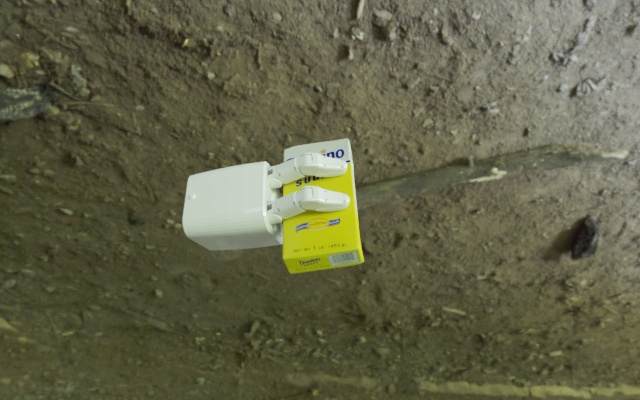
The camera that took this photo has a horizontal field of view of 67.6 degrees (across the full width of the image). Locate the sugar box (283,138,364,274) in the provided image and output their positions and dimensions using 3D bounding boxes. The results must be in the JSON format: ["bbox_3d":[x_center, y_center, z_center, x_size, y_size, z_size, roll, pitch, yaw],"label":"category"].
[{"bbox_3d":[0.000,0.002,0.611,0.093,0.176,0.048,-8,-35,6],"label":"sugar box"}]
